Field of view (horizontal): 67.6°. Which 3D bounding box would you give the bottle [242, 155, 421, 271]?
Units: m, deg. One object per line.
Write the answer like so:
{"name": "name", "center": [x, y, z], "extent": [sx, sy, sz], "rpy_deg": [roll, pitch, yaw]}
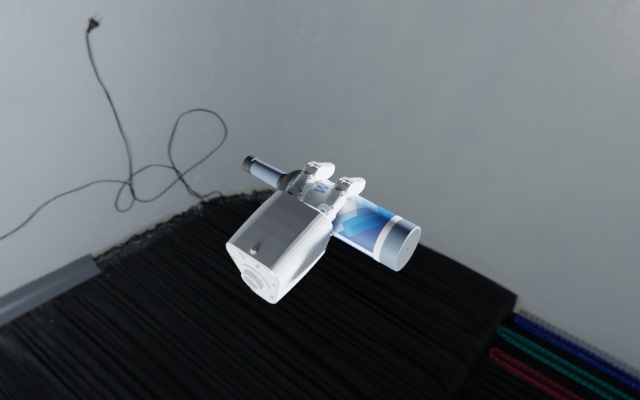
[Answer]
{"name": "bottle", "center": [0.000, 0.002, 0.698], "extent": [0.295, 0.069, 0.069], "rpy_deg": [28, 13, 26]}
